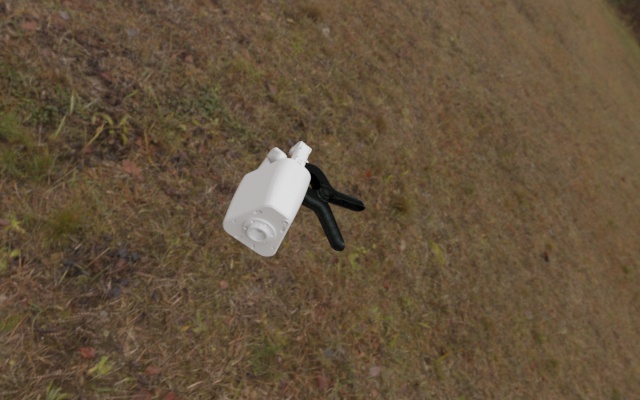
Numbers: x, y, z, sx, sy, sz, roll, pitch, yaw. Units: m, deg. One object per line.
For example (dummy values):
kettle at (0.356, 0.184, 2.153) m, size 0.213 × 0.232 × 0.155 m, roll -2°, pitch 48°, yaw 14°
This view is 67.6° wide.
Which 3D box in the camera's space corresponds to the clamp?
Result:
clamp at (0.000, 0.002, 0.798) m, size 0.171 × 0.120 × 0.039 m, roll 37°, pitch -49°, yaw -18°
